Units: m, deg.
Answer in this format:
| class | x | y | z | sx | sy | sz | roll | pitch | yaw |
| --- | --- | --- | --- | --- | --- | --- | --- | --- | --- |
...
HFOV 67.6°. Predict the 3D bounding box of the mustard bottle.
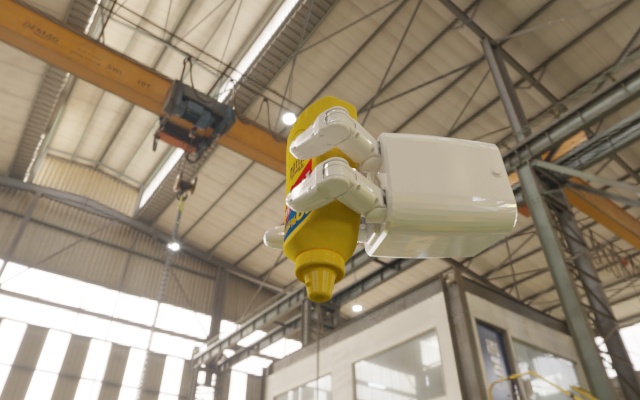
| class | x | y | z | sx | sy | sz | roll | pitch | yaw |
| --- | --- | --- | --- | --- | --- | --- | --- | --- | --- |
| mustard bottle | 0.000 | 0.001 | 0.432 | 0.058 | 0.191 | 0.096 | 19 | -42 | -23 |
